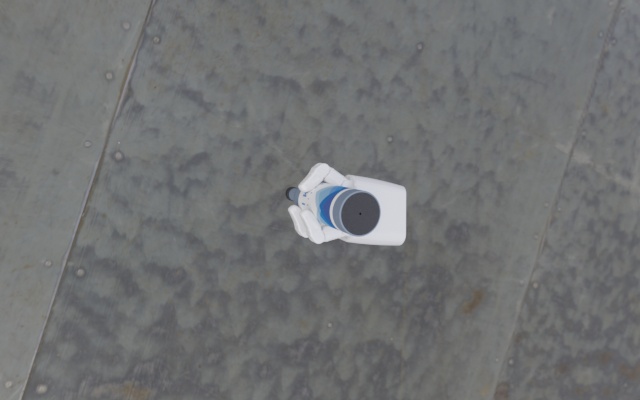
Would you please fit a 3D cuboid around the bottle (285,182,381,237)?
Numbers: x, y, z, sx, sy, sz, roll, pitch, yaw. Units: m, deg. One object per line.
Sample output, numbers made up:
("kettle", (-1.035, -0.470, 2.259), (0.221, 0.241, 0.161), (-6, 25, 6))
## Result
("bottle", (0.000, 0.003, 0.809), (0.069, 0.069, 0.295), (0, 6, -23))
